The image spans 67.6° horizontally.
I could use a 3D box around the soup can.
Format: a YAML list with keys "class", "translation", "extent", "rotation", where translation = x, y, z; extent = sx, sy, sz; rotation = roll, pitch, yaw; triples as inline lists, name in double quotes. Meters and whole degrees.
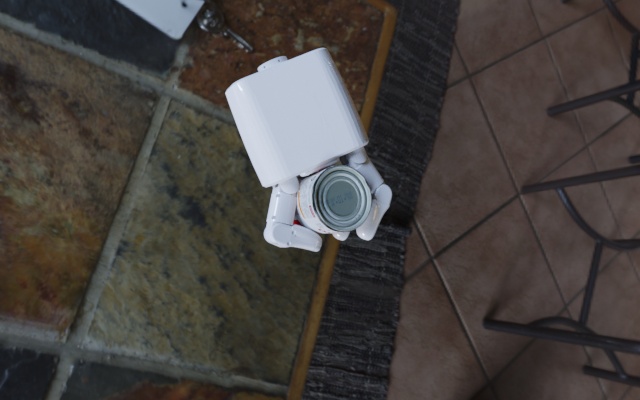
- class: "soup can"
  translation: [0.000, 0.002, 0.505]
  extent: [0.068, 0.068, 0.102]
  rotation: [0, -5, -27]
